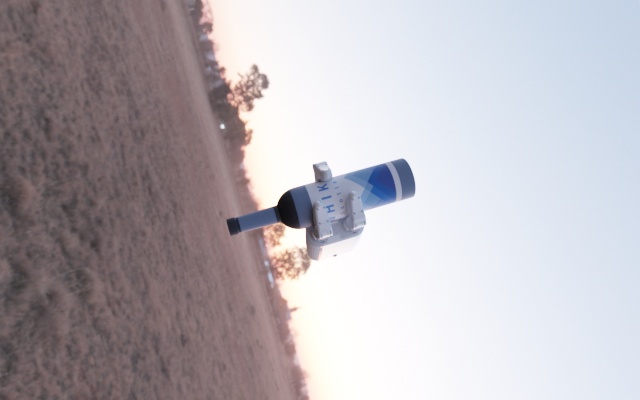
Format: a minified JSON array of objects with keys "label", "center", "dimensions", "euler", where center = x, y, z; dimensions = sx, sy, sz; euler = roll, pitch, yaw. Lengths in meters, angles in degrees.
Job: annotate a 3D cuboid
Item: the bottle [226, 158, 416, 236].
[{"label":"bottle","center":[0.000,0.002,0.748],"dimensions":[0.295,0.069,0.069],"euler":[-16,2,-9]}]
